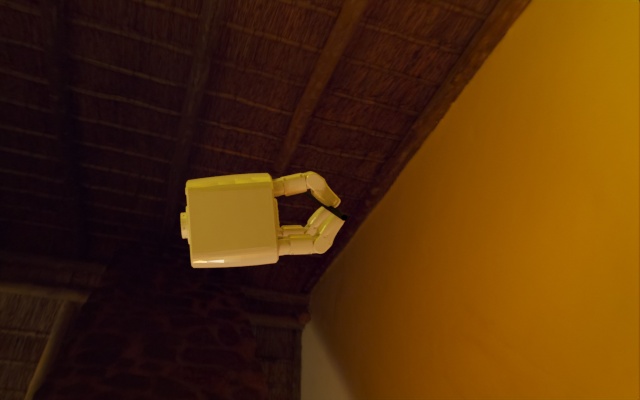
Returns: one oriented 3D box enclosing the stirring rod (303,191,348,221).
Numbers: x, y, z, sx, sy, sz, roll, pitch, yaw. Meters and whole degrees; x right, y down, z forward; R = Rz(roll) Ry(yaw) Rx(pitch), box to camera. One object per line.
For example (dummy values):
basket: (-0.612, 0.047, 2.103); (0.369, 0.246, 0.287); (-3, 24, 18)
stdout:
stirring rod: (0.000, 0.002, 0.688); (0.011, 0.011, 0.239); (0, 9, -14)
